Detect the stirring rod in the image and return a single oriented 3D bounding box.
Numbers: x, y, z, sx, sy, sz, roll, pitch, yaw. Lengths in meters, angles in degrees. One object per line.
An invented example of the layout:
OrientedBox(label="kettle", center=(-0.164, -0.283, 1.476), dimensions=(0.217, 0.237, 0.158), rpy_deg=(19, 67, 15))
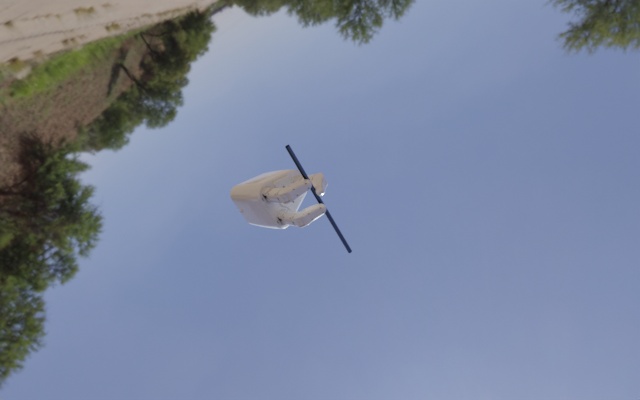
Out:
OrientedBox(label="stirring rod", center=(0.000, 0.003, 0.847), dimensions=(0.011, 0.240, 0.011), rpy_deg=(-25, 26, 13))
